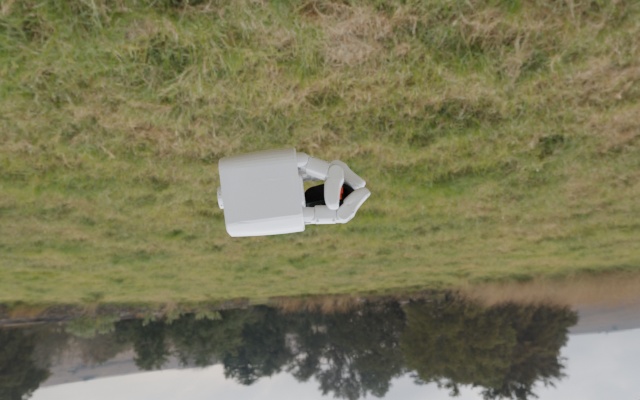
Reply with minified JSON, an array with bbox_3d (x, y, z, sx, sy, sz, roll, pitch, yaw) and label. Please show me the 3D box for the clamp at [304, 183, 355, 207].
[{"bbox_3d":[0.000,0.003,0.741,0.120,0.039,0.171,-7,-14,-2],"label":"clamp"}]
